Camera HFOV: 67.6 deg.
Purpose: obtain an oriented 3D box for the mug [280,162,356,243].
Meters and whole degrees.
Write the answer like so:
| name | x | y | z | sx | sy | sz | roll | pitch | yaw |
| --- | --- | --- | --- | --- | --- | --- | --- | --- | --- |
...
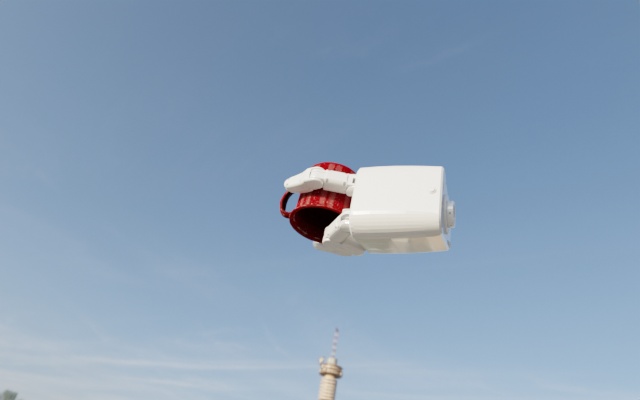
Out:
| name | x | y | z | sx | sy | sz | roll | pitch | yaw |
| --- | --- | --- | --- | --- | --- | --- | --- | --- | --- |
| mug | -0.001 | 0.002 | 0.662 | 0.117 | 0.081 | 0.093 | -1 | -37 | 21 |
